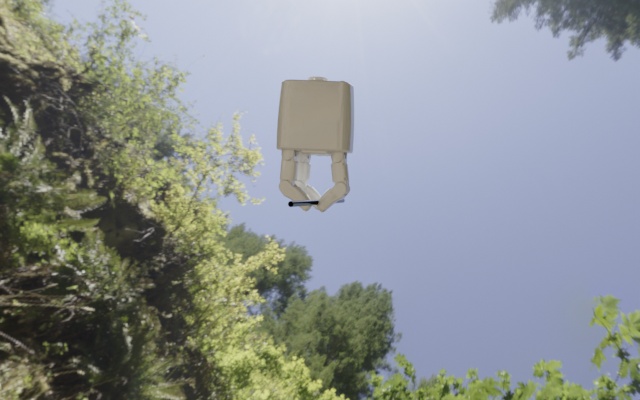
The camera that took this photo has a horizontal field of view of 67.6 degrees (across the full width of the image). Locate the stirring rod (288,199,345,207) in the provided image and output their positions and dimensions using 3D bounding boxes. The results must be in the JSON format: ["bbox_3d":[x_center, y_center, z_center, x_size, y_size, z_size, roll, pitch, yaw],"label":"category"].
[{"bbox_3d":[0.000,0.002,0.757,0.011,0.011,0.239,0,1,20],"label":"stirring rod"}]
